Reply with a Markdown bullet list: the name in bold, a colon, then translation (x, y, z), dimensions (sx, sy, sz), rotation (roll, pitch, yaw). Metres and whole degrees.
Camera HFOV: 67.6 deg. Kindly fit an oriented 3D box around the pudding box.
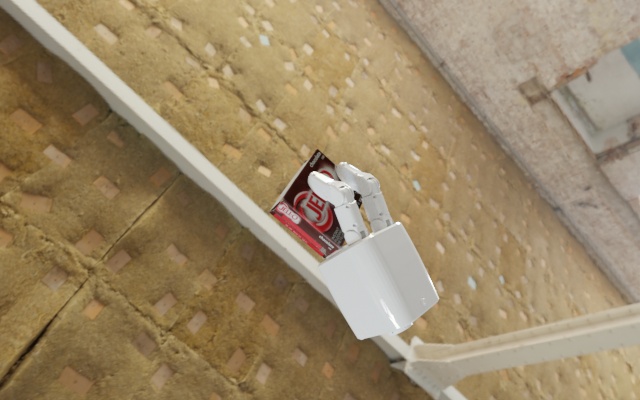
- **pudding box**: translation (0.000, 0.002, 0.590), dimensions (0.039, 0.090, 0.113), rotation (-39, 14, 40)
